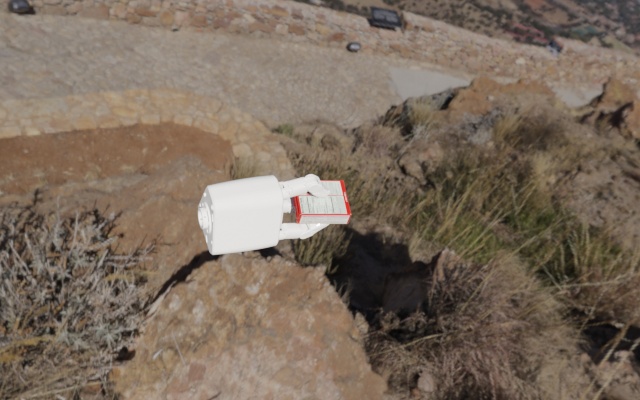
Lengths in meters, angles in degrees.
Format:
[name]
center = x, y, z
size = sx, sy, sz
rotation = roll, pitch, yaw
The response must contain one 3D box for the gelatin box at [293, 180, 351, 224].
[gelatin box]
center = 0.001, 0.002, 0.789
size = 0.089, 0.073, 0.030
rotation = 0, -38, -15
